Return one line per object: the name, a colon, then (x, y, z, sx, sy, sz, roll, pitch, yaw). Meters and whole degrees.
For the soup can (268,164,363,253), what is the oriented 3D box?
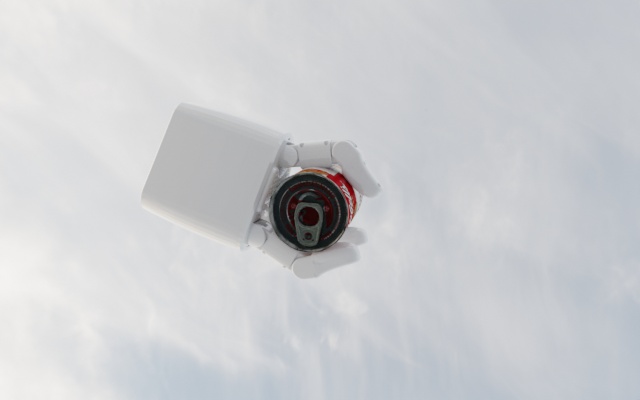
soup can: (0.001, 0.001, 0.439, 0.068, 0.068, 0.102, 0, 11, 12)
